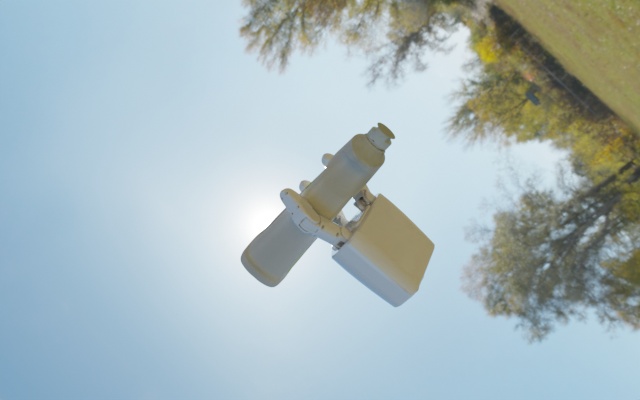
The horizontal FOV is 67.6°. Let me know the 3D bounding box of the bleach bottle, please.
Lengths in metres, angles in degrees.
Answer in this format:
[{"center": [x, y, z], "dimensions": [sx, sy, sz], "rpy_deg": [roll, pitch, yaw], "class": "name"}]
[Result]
[{"center": [0.000, 0.002, 0.614], "dimensions": [0.251, 0.068, 0.102], "rpy_deg": [-47, 4, 28], "class": "bleach bottle"}]
